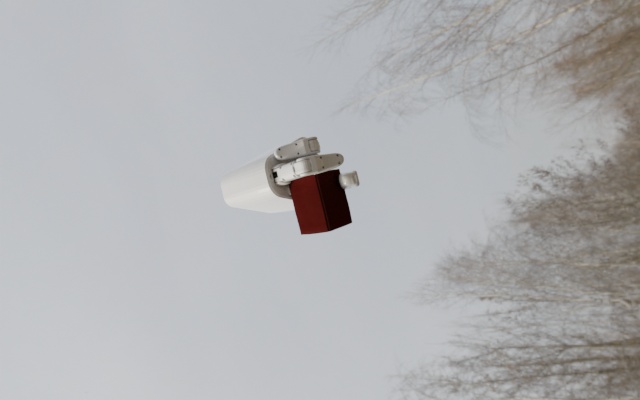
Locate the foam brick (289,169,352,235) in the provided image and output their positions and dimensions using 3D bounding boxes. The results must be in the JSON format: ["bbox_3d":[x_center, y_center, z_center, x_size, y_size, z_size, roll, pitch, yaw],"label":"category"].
[{"bbox_3d":[0.000,0.002,0.635,0.051,0.078,0.053,-14,0,40],"label":"foam brick"}]
